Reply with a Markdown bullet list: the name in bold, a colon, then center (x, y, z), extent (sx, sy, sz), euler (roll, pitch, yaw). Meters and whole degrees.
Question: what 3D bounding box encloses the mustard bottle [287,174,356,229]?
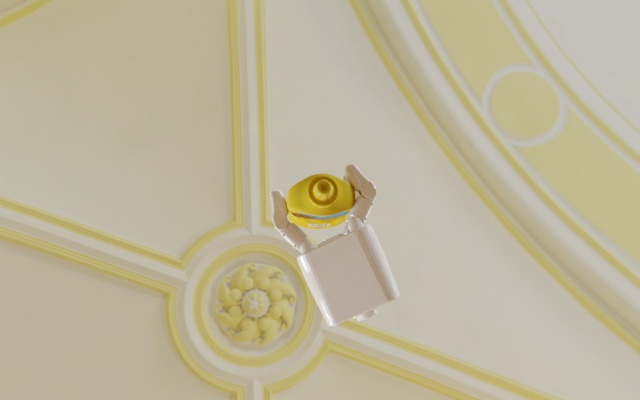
- **mustard bottle**: center (0.000, 0.002, 0.683), extent (0.096, 0.058, 0.192), euler (1, -10, -2)
